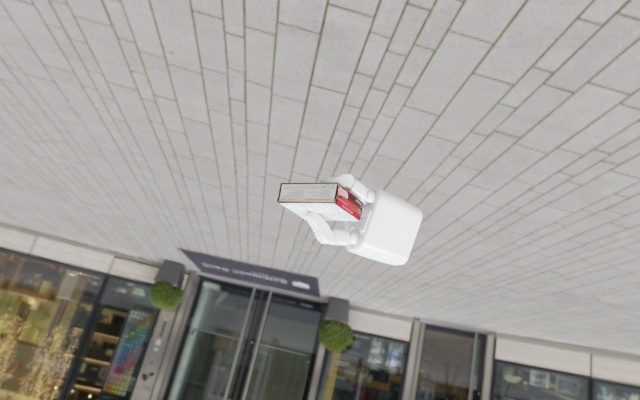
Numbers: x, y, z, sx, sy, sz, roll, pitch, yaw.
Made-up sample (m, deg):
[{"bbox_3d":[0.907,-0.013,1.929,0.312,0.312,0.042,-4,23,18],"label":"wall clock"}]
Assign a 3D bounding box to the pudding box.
[{"bbox_3d":[0.000,0.003,0.777,0.113,0.039,0.090,-1,-22,31],"label":"pudding box"}]
